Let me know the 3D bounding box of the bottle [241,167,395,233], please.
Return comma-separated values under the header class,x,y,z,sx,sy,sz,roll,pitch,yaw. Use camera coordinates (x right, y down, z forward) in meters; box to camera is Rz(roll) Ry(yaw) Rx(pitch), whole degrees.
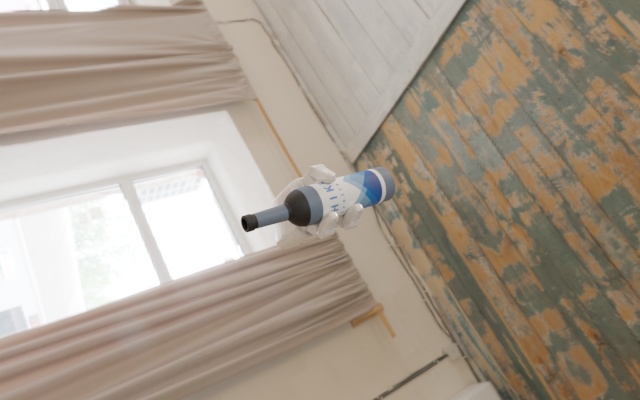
class,x,y,z,sx,sy,sz,roll,pitch,yaw
bottle,0.000,0.003,0.824,0.295,0.069,0.069,-16,9,-33
